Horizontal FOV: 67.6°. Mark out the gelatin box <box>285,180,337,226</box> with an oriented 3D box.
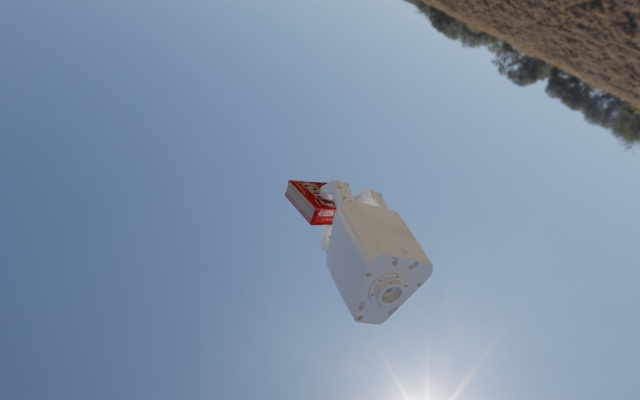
[{"bbox_3d":[0.000,0.003,0.701,0.073,0.030,0.089,2,27,-34],"label":"gelatin box"}]
